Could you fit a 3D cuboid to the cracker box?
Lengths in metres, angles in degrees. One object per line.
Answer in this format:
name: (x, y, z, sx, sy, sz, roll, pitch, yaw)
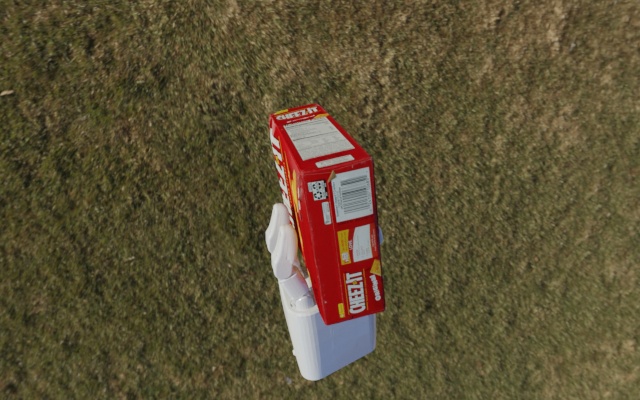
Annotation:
cracker box: (0.000, 0.002, 0.520, 0.072, 0.164, 0.213, -13, 26, -9)
